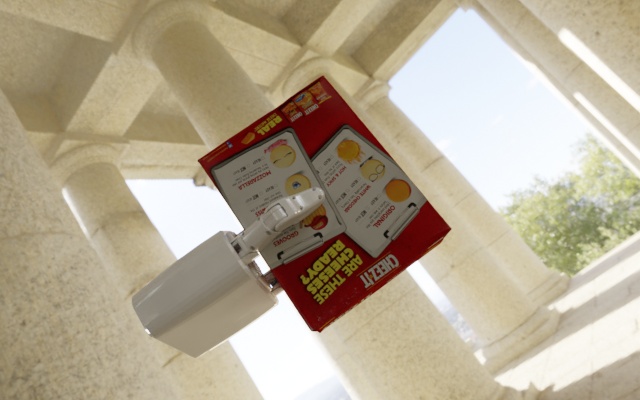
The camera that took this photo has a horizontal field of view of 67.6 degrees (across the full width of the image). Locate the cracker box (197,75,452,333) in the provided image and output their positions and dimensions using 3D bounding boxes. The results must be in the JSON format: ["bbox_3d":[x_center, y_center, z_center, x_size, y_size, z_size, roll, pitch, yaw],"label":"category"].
[{"bbox_3d":[0.000,0.001,0.499,0.164,0.213,0.072,-35,-17,-5],"label":"cracker box"}]
